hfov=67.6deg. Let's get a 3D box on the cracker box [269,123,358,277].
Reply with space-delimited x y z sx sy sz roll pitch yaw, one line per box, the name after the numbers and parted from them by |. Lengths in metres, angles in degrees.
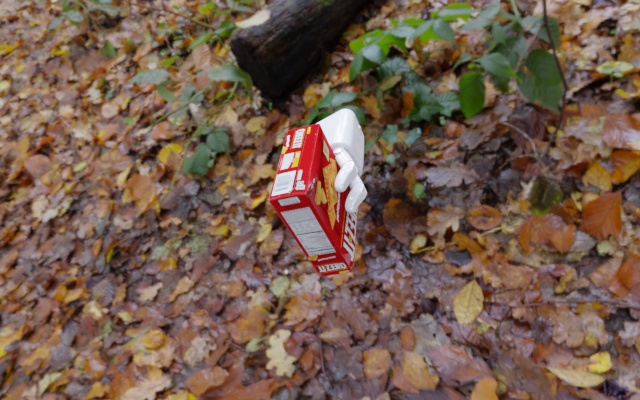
0.000 0.003 0.823 0.072 0.164 0.214 -10 -45 21 | cracker box
